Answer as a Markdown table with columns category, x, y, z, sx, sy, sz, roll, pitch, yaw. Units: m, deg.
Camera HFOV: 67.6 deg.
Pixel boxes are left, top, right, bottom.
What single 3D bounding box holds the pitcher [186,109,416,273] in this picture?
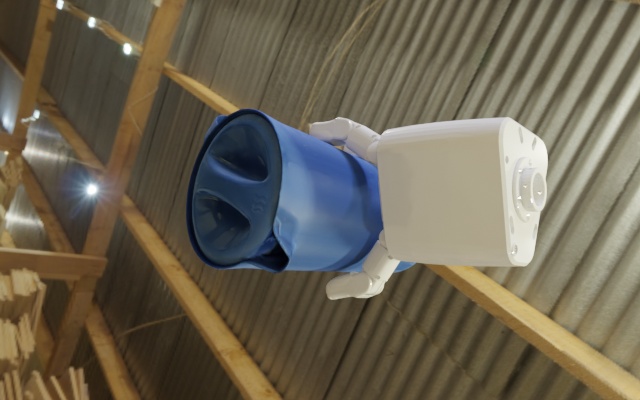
| category | x | y | z | sx | sy | sz | roll | pitch | yaw |
| --- | --- | --- | --- | --- | --- | --- | --- | --- | --- |
| pitcher | 0.000 | 0.002 | 0.475 | 0.145 | 0.149 | 0.243 | -3 | -12 | 44 |
